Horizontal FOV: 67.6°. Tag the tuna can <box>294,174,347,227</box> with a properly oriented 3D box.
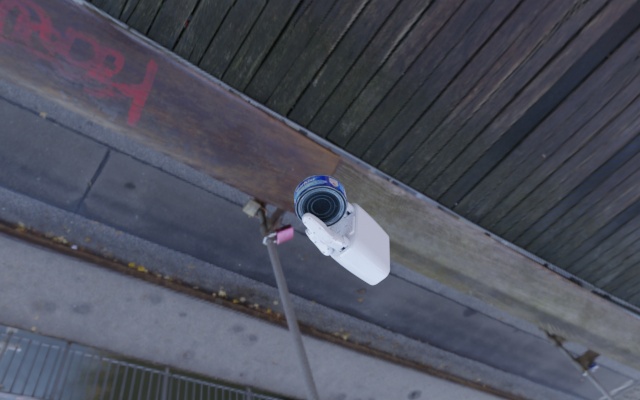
[{"bbox_3d":[0.000,0.003,0.773,0.086,0.086,0.033,0,34,-5],"label":"tuna can"}]
